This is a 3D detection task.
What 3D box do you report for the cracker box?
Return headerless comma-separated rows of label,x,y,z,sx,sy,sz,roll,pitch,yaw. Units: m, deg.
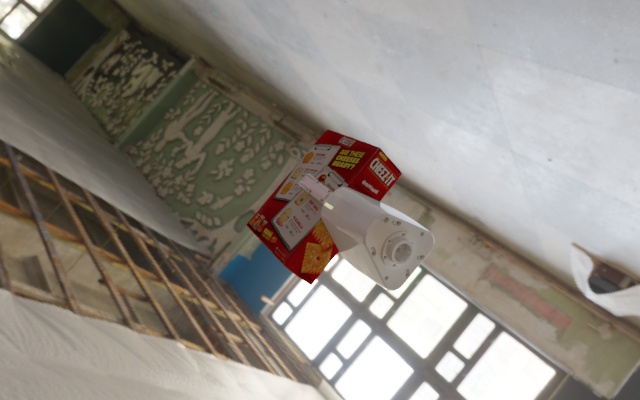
cracker box,0.000,0.002,0.744,0.072,0.213,0.164,43,-5,-32
